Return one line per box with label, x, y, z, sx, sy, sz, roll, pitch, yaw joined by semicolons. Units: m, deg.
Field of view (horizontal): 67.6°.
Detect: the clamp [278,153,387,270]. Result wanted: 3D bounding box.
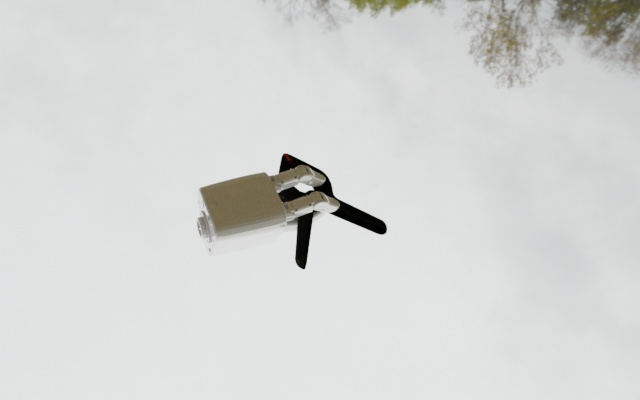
clamp;0.000;0.003;0.774;0.164;0.210;0.036;-13;-34;-24
